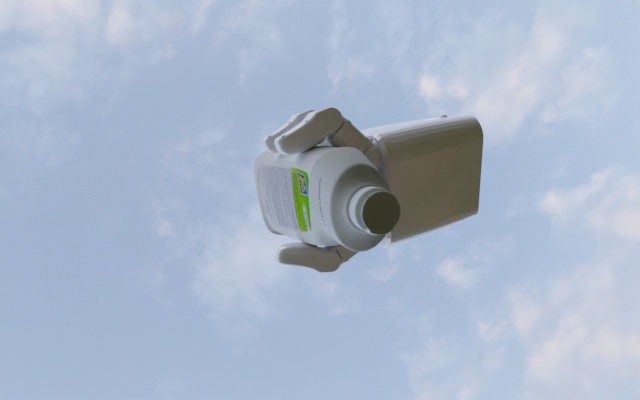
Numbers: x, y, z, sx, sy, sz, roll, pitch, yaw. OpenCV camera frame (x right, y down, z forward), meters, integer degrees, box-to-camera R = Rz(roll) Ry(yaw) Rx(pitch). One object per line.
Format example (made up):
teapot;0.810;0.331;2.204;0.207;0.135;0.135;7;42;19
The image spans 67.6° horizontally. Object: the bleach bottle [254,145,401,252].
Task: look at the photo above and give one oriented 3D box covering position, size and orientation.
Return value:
bleach bottle;0.000;0.001;0.428;0.068;0.102;0.251;-15;12;-17
